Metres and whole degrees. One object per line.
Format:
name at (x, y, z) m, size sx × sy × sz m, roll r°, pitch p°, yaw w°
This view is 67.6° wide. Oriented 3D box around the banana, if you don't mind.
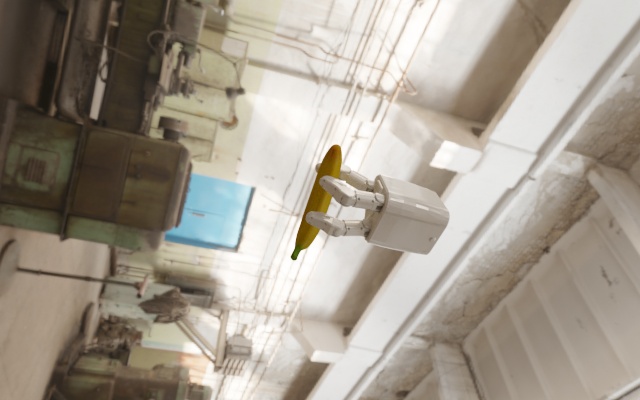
banana at (-0.001, 0.001, 0.767) m, size 0.037 × 0.198 × 0.069 m, roll 18°, pitch 13°, yaw -5°
